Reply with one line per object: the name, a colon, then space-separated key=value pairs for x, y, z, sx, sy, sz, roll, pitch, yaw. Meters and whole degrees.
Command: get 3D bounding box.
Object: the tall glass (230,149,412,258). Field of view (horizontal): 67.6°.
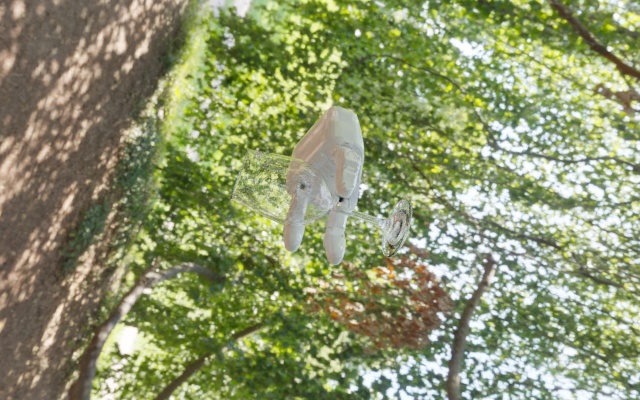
tall glass: x=0.001 y=0.002 z=0.559 sx=0.201 sy=0.079 sz=0.079 roll=19 pitch=-4 yaw=-11
